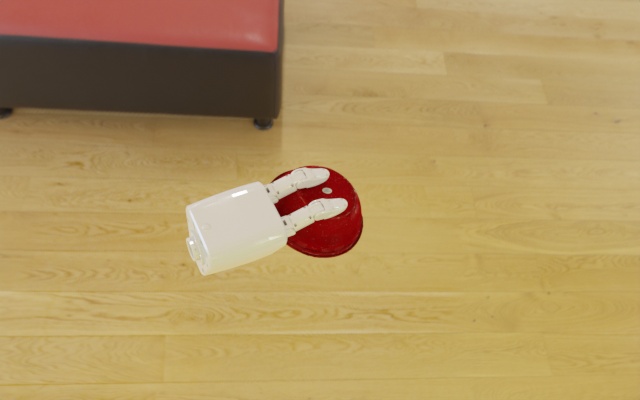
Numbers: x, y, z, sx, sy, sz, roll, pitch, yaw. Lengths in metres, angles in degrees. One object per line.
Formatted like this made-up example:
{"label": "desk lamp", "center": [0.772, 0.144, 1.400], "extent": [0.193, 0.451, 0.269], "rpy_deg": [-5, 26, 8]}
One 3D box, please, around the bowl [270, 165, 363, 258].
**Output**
{"label": "bowl", "center": [0.001, 0.002, 0.711], "extent": [0.162, 0.162, 0.055], "rpy_deg": [0, -34, -25]}
